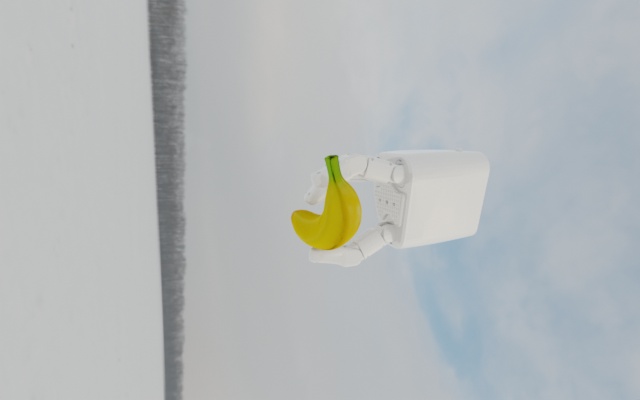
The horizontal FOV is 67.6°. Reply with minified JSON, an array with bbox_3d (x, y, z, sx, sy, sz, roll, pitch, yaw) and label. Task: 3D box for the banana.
[{"bbox_3d":[0.005,0.018,0.492,0.037,0.069,0.198,-9,-14,-17],"label":"banana"}]
